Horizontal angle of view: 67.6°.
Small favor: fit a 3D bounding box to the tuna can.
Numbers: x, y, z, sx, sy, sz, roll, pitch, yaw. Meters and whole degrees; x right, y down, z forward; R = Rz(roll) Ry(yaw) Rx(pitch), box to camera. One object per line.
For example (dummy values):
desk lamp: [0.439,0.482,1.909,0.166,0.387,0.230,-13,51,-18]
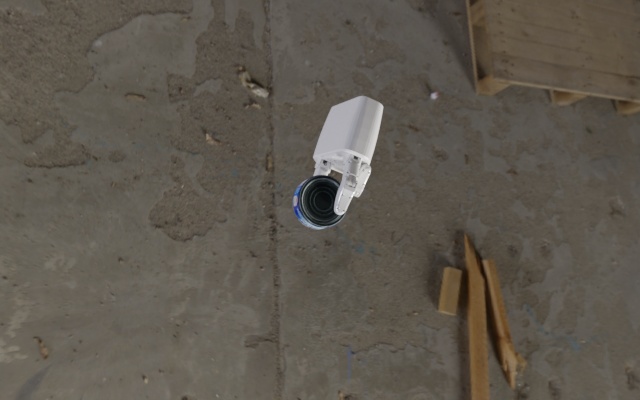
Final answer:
tuna can: [0.000,0.002,0.763,0.086,0.086,0.034,0,-6,-20]
